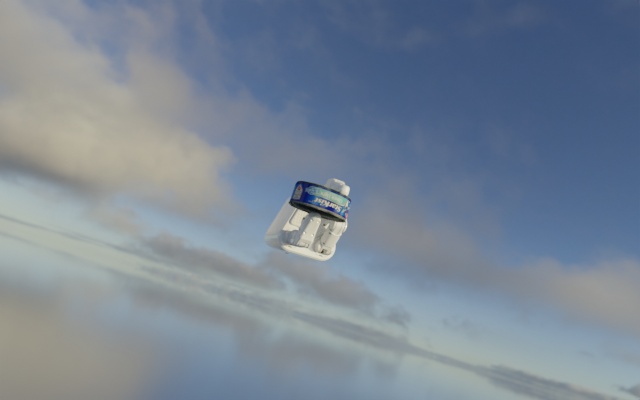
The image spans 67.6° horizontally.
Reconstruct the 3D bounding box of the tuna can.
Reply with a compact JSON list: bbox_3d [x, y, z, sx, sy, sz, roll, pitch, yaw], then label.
[{"bbox_3d":[0.000,0.002,0.680,0.086,0.033,0.086,18,-8,3],"label":"tuna can"}]
